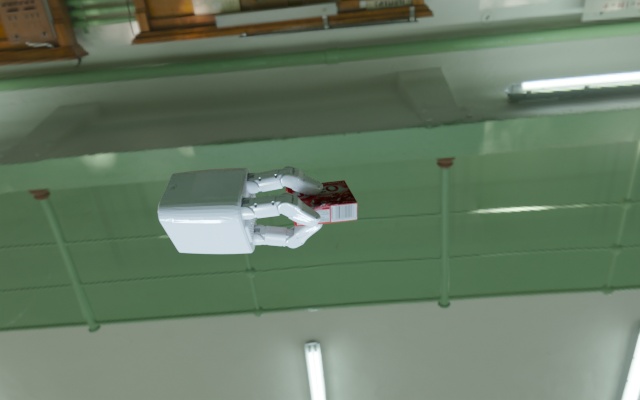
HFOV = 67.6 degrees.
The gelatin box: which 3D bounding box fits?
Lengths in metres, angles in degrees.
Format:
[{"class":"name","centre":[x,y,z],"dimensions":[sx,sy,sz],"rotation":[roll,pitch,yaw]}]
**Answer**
[{"class":"gelatin box","centre":[0.000,0.003,0.662],"dimensions":[0.089,0.030,0.073],"rotation":[-6,28,-10]}]
